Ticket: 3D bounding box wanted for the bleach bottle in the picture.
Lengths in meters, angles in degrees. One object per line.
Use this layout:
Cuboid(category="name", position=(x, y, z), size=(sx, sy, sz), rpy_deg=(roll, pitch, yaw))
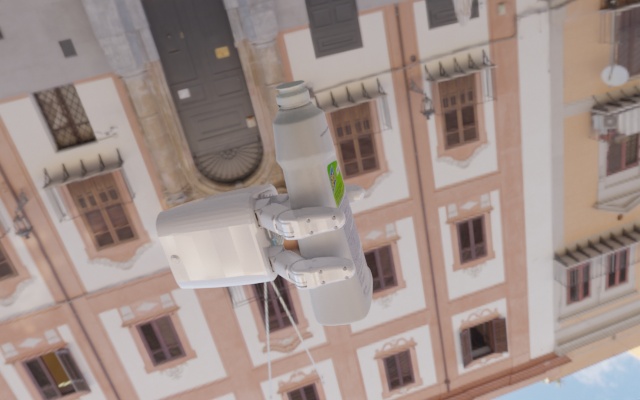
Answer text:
Cuboid(category="bleach bottle", position=(0.000, 0.002, 0.496), size=(0.068, 0.251, 0.102), rpy_deg=(-9, 24, 10))
